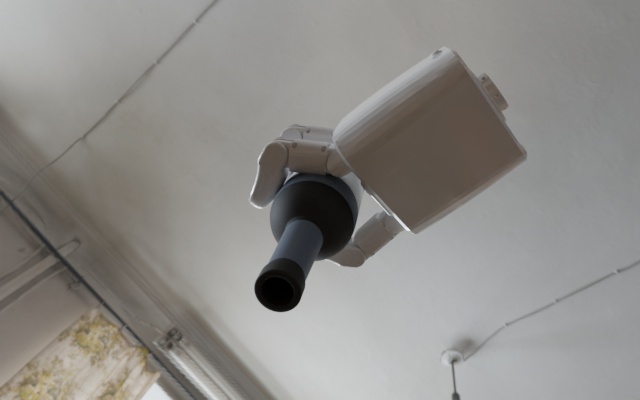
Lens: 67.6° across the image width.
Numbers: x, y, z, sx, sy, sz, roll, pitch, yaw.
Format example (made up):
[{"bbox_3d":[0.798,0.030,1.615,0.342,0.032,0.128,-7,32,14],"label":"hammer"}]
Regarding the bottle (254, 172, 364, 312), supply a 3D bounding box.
[{"bbox_3d":[0.000,0.001,0.402,0.069,0.069,0.295,0,20,10],"label":"bottle"}]
